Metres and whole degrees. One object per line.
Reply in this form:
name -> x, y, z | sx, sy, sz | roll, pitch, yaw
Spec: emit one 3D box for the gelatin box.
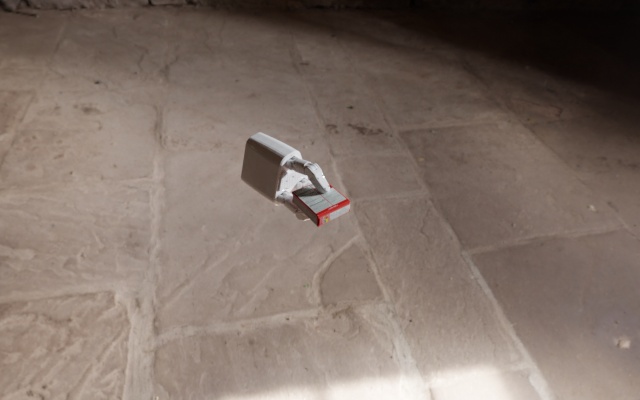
gelatin box -> 0.000, 0.003, 0.885 | 0.073, 0.030, 0.089 | -24, 44, -26
